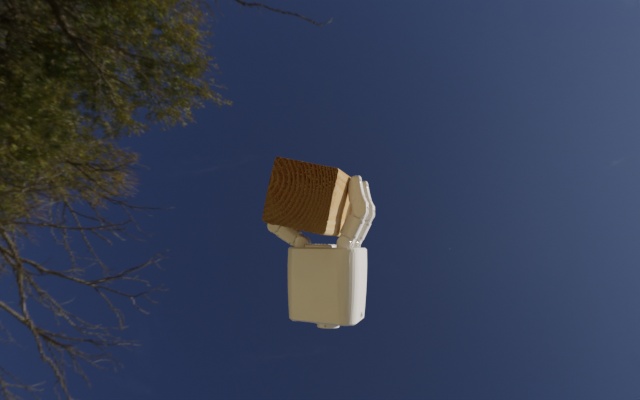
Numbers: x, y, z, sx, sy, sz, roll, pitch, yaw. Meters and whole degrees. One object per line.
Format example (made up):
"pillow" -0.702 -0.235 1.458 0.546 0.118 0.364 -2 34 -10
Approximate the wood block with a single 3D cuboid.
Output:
"wood block" 0.000 0.003 0.711 0.091 0.090 0.206 11 -3 16
